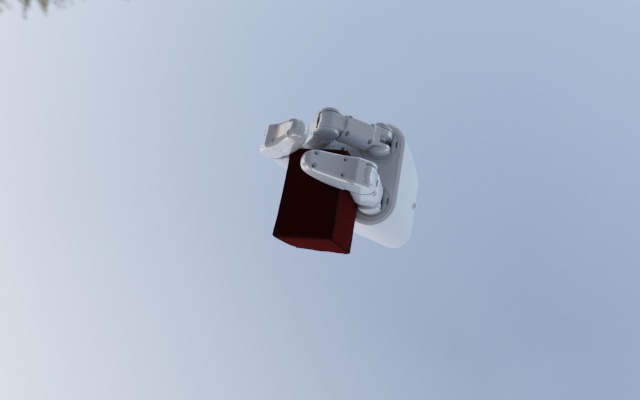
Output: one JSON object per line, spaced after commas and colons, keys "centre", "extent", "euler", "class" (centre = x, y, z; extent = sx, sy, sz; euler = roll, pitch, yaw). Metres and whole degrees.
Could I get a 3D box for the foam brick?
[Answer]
{"centre": [0.000, 0.002, 0.401], "extent": [0.053, 0.078, 0.051], "euler": [5, -17, 21], "class": "foam brick"}
